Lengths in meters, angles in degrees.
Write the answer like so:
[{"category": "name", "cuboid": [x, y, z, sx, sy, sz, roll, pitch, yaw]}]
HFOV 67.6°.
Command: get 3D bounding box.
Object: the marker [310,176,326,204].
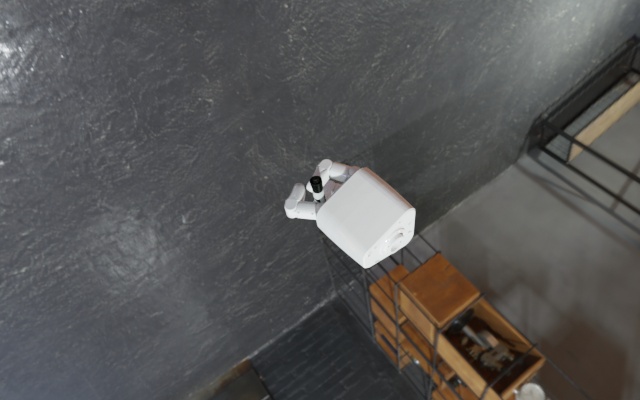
[{"category": "marker", "cuboid": [0.000, 0.002, 0.743, 0.020, 0.020, 0.121, 0, -36, 9]}]
